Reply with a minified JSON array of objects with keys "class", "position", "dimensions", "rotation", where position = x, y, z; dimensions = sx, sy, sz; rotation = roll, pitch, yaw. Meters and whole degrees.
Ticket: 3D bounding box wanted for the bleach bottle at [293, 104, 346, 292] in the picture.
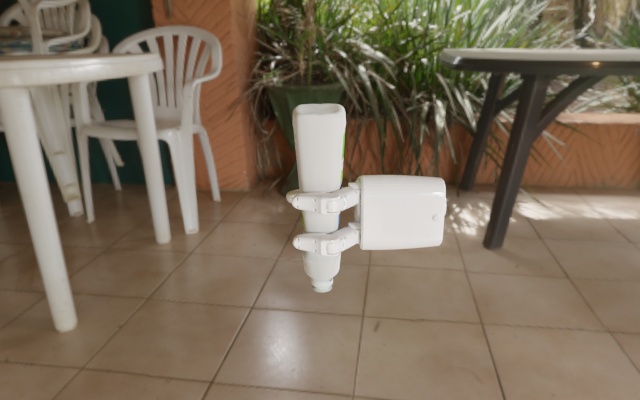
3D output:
[{"class":"bleach bottle","position":[0.000,0.002,0.645],"dimensions":[0.068,0.251,0.102],"rotation":[-1,19,0]}]
